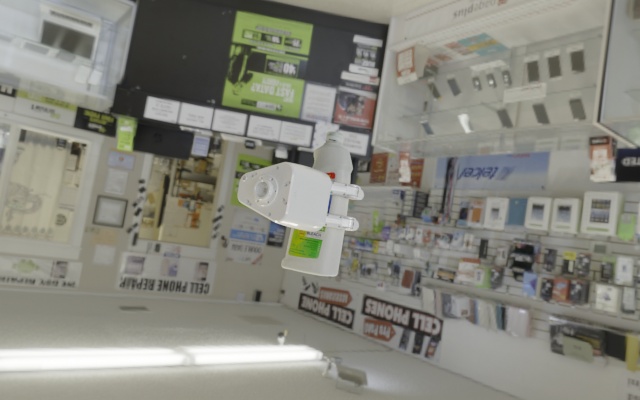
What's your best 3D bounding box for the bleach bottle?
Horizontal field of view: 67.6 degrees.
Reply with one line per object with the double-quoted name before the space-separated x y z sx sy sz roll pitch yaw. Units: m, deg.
"bleach bottle" 0.000 0.003 0.849 0.102 0.251 0.068 6 -5 33
